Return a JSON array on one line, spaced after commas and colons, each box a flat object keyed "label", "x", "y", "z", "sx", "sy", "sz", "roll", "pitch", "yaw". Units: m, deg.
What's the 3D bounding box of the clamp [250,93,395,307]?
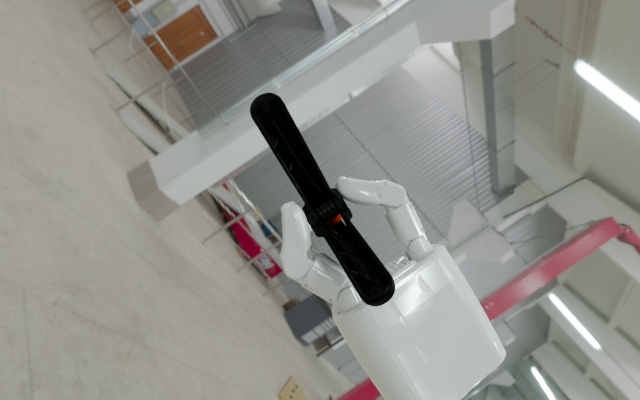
[{"label": "clamp", "x": 0.001, "y": 0.001, "z": 0.407, "sx": 0.036, "sy": 0.164, "sz": 0.210, "roll": -30, "pitch": -3, "yaw": -1}]
